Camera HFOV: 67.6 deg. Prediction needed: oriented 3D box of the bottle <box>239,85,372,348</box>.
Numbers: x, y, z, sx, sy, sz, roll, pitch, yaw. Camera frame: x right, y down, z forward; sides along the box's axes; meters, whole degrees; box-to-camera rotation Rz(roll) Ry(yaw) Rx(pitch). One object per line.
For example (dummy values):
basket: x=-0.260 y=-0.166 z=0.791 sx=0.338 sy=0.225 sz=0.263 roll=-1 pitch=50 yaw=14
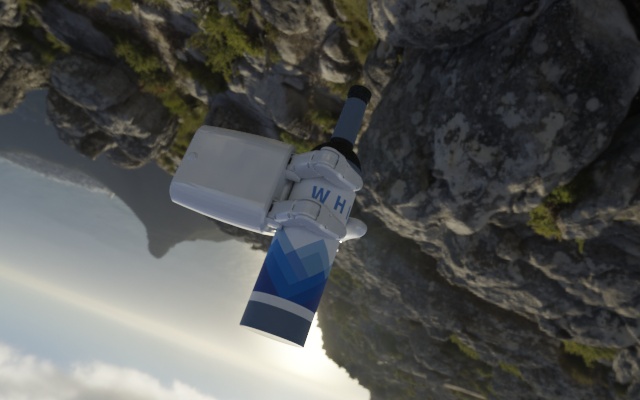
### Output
bottle: x=0.000 y=0.002 z=0.509 sx=0.069 sy=0.295 sz=0.069 roll=17 pitch=-21 yaw=7
